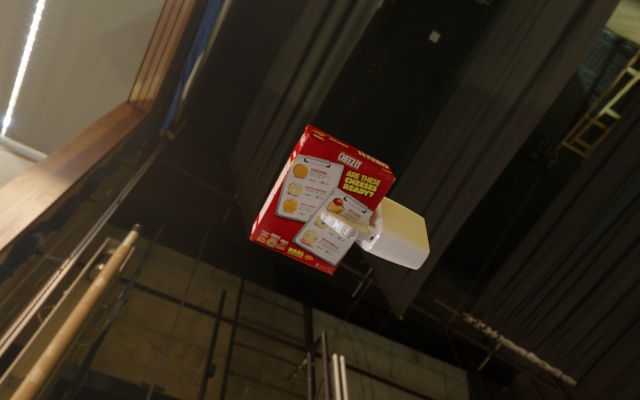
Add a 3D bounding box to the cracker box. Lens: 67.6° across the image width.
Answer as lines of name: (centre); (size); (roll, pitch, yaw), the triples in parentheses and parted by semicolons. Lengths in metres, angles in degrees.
cracker box: (0.000, 0.003, 0.819); (0.164, 0.214, 0.072); (25, 21, -15)
